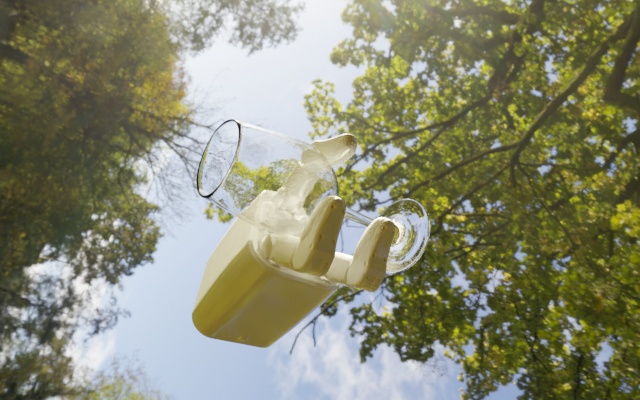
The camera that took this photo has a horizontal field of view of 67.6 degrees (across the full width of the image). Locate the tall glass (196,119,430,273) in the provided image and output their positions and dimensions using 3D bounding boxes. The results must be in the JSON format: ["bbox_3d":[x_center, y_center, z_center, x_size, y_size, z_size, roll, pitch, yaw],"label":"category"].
[{"bbox_3d":[0.001,0.001,0.403,0.201,0.079,0.079,24,-14,-35],"label":"tall glass"}]
